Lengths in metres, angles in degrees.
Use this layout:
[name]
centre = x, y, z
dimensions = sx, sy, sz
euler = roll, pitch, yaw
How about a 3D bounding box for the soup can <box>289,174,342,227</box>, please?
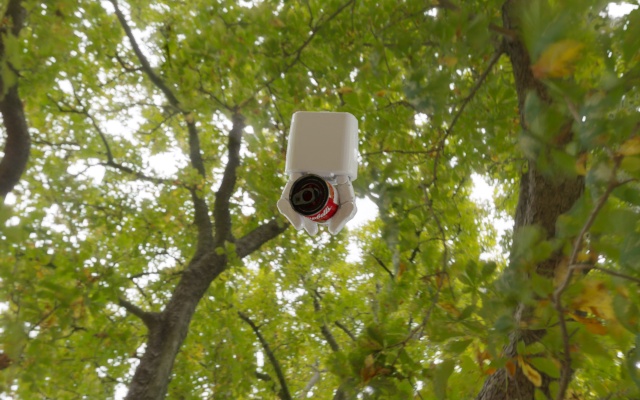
[soup can]
centre = 0.000, 0.003, 0.782
dimensions = 0.068, 0.068, 0.102
euler = 0, -14, 22
